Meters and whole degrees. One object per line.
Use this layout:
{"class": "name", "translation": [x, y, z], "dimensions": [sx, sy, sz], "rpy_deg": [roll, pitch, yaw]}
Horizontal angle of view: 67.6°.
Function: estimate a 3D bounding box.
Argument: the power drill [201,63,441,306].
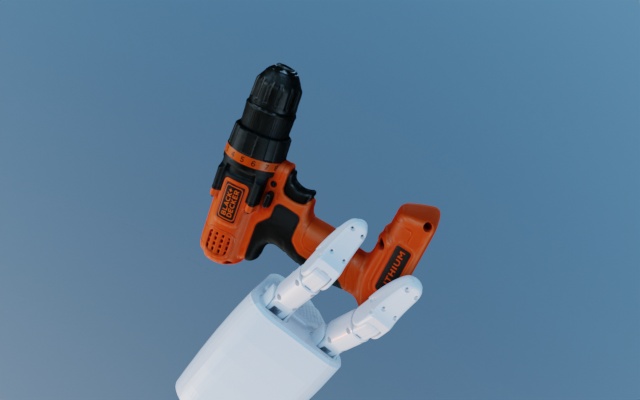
{"class": "power drill", "translation": [0.000, 0.002, 0.404], "dimensions": [0.187, 0.184, 0.057], "rpy_deg": [26, 23, 9]}
